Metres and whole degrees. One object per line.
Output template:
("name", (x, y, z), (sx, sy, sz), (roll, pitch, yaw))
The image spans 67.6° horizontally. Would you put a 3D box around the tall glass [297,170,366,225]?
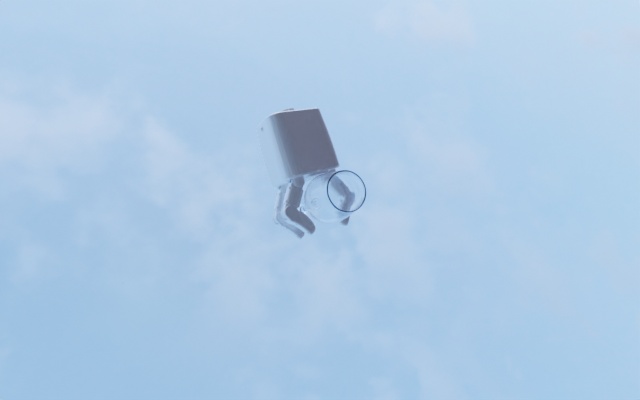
("tall glass", (0.000, 0.003, 0.765), (0.079, 0.079, 0.201), (0, -9, -23))
